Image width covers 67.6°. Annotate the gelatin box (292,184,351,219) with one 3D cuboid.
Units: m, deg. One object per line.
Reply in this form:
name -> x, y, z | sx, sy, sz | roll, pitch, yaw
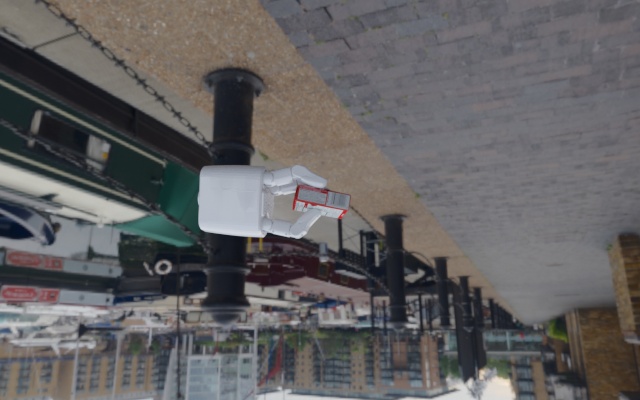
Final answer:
gelatin box -> 0.000, 0.003, 0.788 | 0.089, 0.030, 0.073 | 11, -14, -4
